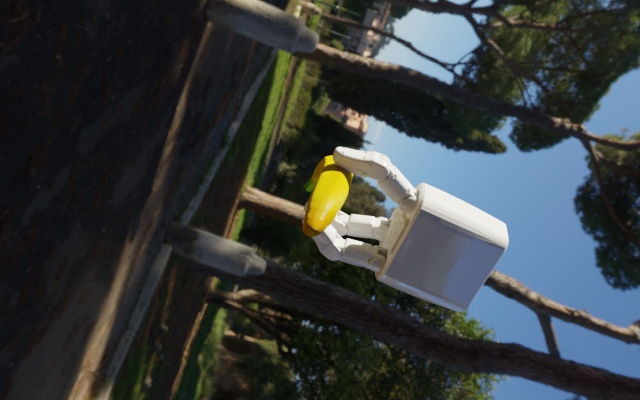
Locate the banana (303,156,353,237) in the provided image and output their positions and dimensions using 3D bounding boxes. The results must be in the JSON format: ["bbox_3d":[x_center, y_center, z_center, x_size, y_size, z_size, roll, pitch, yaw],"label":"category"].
[{"bbox_3d":[0.009,-0.015,0.524,0.037,0.069,0.197,29,11,-6],"label":"banana"}]
